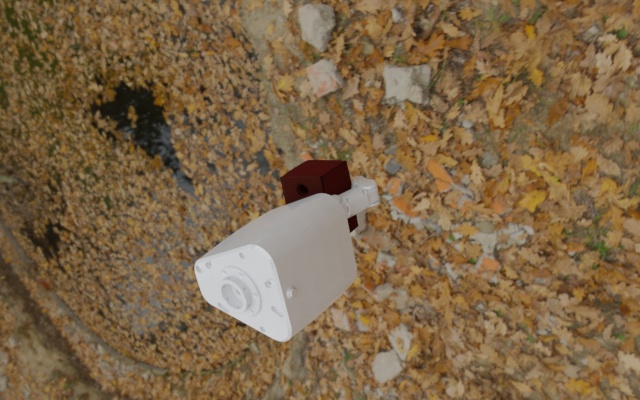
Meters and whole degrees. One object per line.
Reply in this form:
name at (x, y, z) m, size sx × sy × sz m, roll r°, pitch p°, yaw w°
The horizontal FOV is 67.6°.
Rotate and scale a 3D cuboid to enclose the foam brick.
foam brick at (0.000, 0.001, 0.498) m, size 0.053 × 0.078 × 0.051 m, roll 2°, pitch 23°, yaw 36°
